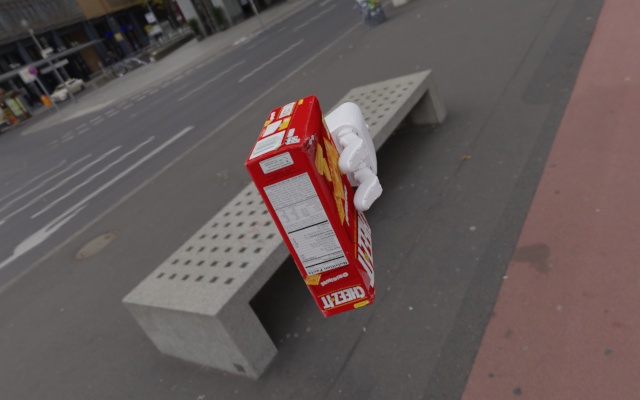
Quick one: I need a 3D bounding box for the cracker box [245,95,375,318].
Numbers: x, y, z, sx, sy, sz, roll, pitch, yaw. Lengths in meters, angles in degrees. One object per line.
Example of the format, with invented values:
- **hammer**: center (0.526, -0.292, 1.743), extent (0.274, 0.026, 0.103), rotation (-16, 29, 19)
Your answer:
- **cracker box**: center (0.000, 0.002, 0.573), extent (0.072, 0.214, 0.164), rotation (-18, 26, 14)
